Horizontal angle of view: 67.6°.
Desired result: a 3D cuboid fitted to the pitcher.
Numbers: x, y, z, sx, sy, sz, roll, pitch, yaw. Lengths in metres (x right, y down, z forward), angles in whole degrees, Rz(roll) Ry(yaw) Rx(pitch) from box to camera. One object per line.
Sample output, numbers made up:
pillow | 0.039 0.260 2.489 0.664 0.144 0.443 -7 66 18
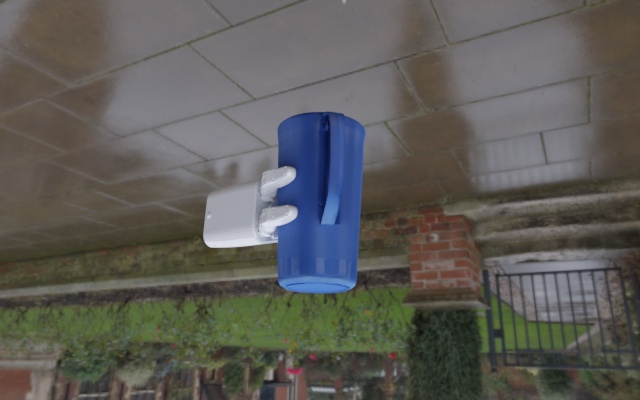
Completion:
pitcher | 0.000 0.002 0.679 0.145 0.242 0.149 -10 -21 30
